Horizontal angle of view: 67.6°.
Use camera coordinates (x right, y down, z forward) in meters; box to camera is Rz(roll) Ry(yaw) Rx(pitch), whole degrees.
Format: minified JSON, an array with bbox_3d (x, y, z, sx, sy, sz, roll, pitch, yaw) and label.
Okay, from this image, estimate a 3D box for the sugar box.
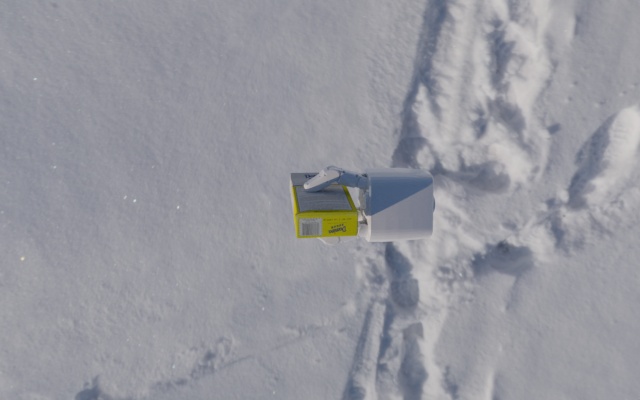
[{"bbox_3d":[0.000,0.003,0.771,0.093,0.048,0.176,-1,21,-6],"label":"sugar box"}]
